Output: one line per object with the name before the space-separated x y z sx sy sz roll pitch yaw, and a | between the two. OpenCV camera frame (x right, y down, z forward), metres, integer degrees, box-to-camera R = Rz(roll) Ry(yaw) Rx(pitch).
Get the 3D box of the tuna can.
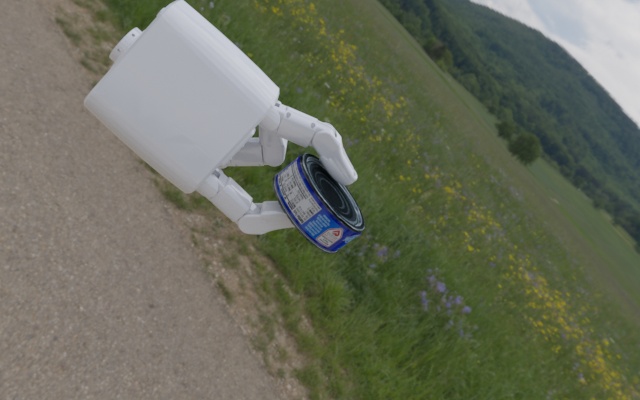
tuna can | 0.001 0.001 0.412 0.034 0.086 0.086 -38 -13 17
